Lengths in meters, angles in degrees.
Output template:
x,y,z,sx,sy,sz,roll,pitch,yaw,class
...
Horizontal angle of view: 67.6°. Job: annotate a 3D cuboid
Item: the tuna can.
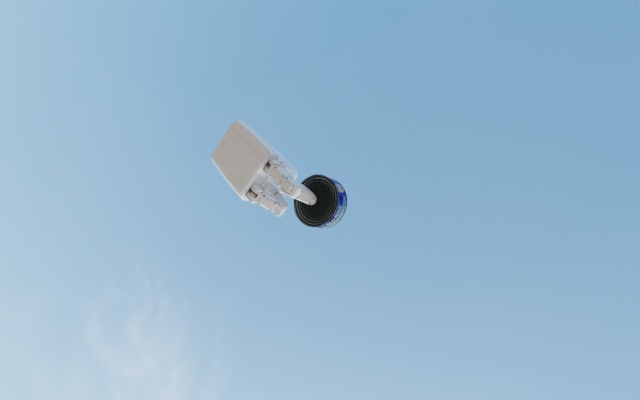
x,y,z,sx,sy,sz,roll,pitch,yaw,class
0.000,0.003,0.777,0.086,0.086,0.034,0,-9,33,tuna can
